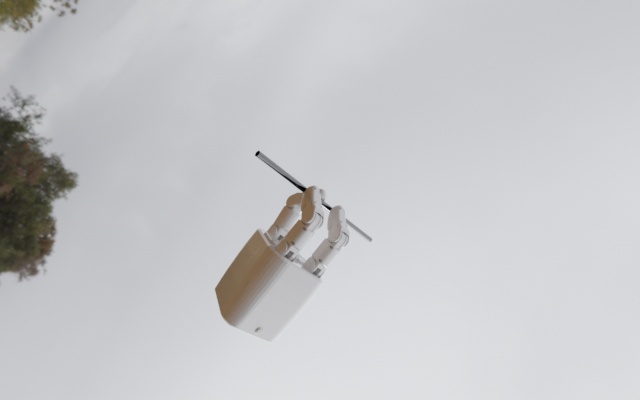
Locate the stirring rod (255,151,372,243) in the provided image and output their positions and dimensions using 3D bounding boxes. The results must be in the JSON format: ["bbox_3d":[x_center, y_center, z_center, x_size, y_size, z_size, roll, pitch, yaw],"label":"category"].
[{"bbox_3d":[0.000,0.002,0.631,0.011,0.011,0.240,0,-28,44],"label":"stirring rod"}]
